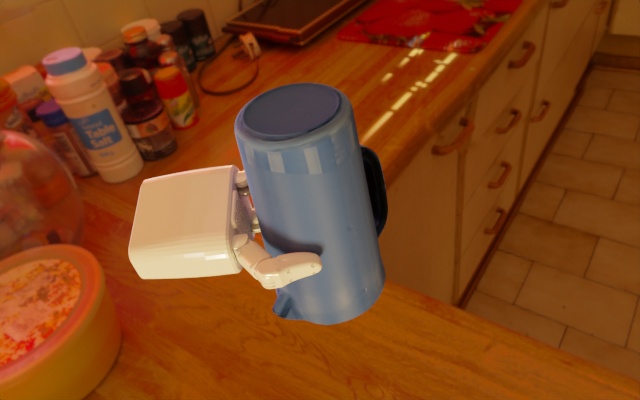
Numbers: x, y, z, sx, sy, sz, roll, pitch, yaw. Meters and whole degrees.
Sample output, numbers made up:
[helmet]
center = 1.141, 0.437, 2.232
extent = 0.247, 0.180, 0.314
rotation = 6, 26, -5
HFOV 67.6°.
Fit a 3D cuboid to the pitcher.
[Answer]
[pitcher]
center = 0.000, 0.002, 0.504
extent = 0.145, 0.243, 0.149
rotation = -6, 41, 6
